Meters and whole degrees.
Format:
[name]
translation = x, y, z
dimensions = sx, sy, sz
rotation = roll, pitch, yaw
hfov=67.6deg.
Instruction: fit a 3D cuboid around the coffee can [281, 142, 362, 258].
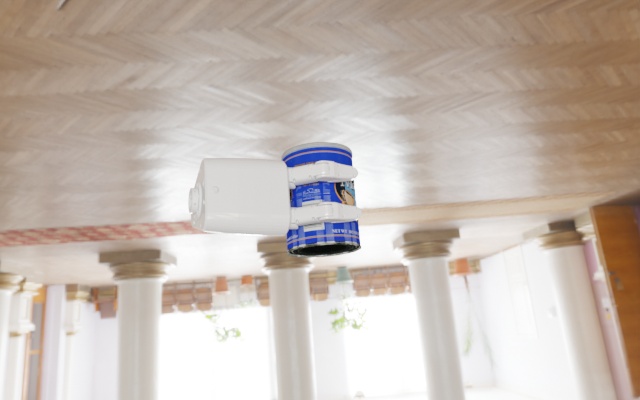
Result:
[coffee can]
translation = 0.000, 0.002, 0.669
dimensions = 0.103, 0.140, 0.103
rotation = -4, -15, -1
